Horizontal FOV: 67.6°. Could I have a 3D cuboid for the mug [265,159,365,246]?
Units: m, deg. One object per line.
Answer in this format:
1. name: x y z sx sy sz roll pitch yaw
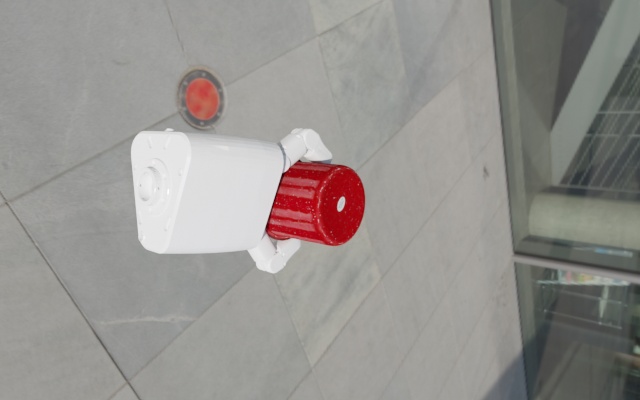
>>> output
1. mug: 0.001 0.002 0.505 0.081 0.093 0.117 8 6 40
